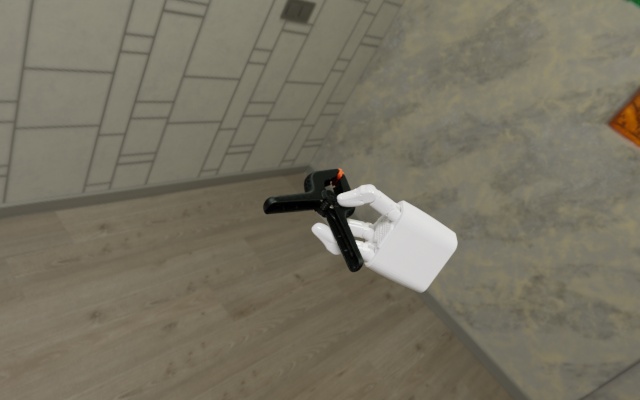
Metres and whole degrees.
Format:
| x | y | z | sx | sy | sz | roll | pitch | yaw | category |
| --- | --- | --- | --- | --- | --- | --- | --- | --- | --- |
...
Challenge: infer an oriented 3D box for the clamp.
| x | y | z | sx | sy | sz | roll | pitch | yaw | category |
| --- | --- | --- | --- | --- | --- | --- | --- | --- | --- |
| 0.001 | 0.002 | 0.738 | 0.164 | 0.036 | 0.209 | 32 | 32 | -13 | clamp |
